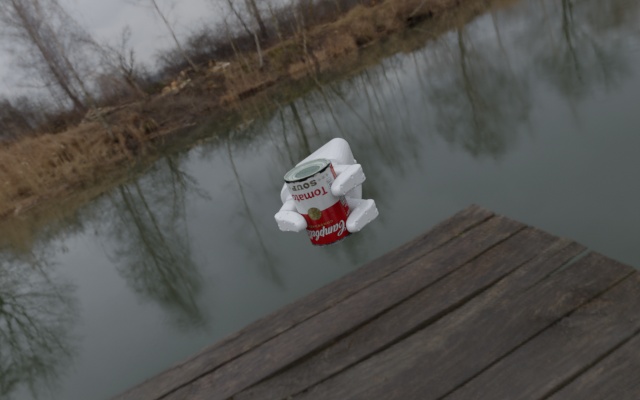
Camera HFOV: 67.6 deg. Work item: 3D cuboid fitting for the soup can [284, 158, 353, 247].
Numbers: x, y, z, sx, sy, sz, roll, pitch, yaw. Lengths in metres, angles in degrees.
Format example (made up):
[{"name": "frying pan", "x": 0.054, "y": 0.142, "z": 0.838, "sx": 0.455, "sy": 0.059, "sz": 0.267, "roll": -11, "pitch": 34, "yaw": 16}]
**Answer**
[{"name": "soup can", "x": 0.000, "y": 0.002, "z": 0.646, "sx": 0.068, "sy": 0.102, "sz": 0.068, "roll": -20, "pitch": 21, "yaw": 8}]
